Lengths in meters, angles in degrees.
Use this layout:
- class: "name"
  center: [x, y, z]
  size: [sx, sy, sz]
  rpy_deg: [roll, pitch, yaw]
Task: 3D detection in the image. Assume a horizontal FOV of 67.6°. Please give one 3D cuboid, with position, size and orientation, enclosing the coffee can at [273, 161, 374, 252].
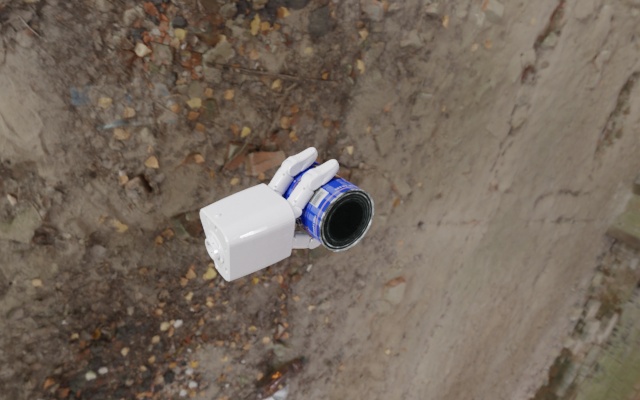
- class: "coffee can"
  center: [0.000, 0.002, 0.748]
  size: [0.103, 0.103, 0.140]
  rpy_deg: [0, 24, -40]
